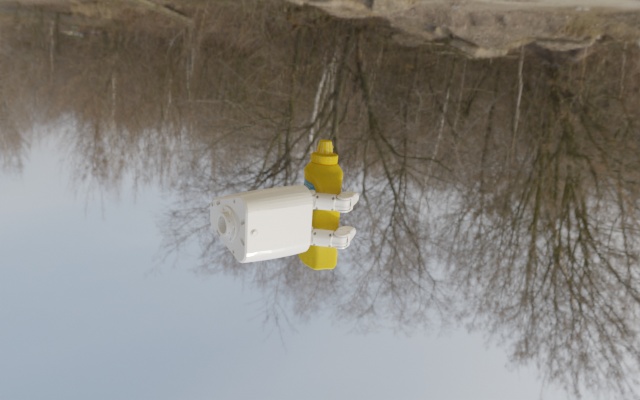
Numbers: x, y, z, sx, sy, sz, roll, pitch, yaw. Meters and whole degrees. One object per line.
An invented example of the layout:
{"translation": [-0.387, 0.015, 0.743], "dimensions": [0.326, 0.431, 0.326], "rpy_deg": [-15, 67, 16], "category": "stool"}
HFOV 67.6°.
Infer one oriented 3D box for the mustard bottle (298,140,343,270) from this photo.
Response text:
{"translation": [0.000, 0.003, 0.737], "dimensions": [0.058, 0.192, 0.096], "rpy_deg": [0, 16, -15], "category": "mustard bottle"}
